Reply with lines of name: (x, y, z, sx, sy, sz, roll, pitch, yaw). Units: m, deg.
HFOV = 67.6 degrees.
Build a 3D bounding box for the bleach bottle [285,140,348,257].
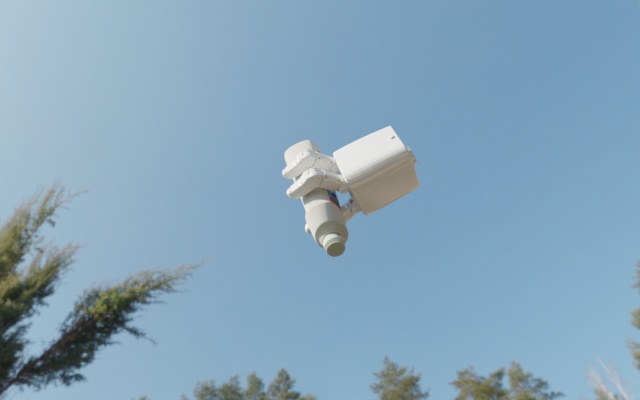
bleach bottle: (0.000, 0.002, 0.781, 0.068, 0.103, 0.250, -27, 38, 6)
